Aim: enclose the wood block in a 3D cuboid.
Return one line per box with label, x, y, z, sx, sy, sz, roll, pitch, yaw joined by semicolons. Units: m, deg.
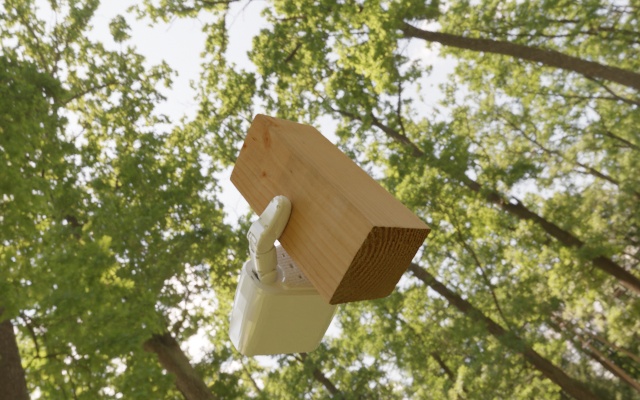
wood block;0.000;0.002;0.499;0.091;0.090;0.206;4;32;-44
